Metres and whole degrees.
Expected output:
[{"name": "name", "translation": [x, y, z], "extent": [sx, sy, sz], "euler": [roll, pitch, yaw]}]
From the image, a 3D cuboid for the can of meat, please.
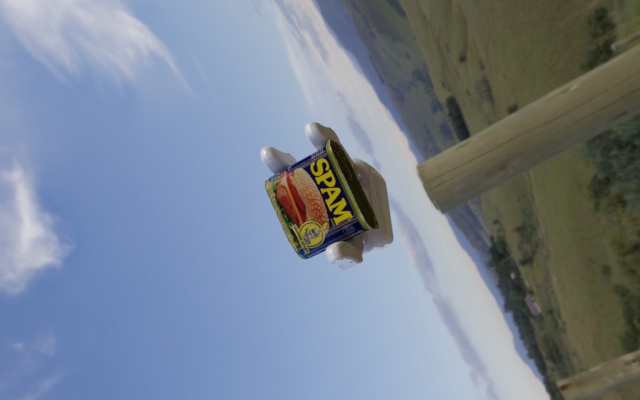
[{"name": "can of meat", "translation": [0.000, 0.002, 0.504], "extent": [0.084, 0.102, 0.057], "euler": [-27, -11, 16]}]
